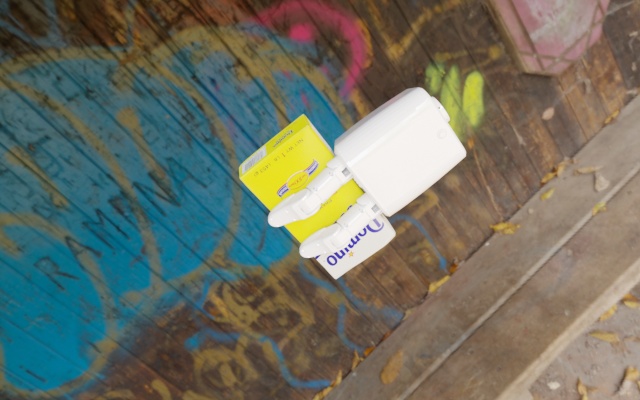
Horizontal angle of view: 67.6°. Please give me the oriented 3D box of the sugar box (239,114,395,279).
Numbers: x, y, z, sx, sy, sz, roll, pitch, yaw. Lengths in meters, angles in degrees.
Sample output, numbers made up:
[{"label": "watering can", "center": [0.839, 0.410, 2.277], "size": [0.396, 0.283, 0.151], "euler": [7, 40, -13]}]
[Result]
[{"label": "sugar box", "center": [0.000, 0.002, 0.535], "size": [0.093, 0.176, 0.048], "euler": [-37, 25, 9]}]
